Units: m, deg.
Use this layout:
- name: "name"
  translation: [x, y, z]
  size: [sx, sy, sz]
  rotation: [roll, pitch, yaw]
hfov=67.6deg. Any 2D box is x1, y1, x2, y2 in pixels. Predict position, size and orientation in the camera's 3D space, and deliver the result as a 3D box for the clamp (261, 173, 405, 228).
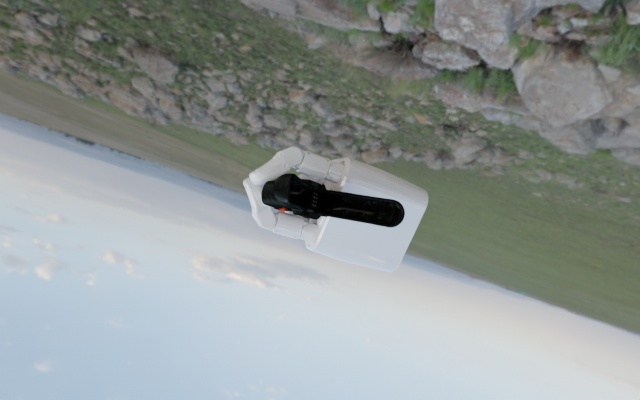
- name: "clamp"
  translation: [0.000, 0.002, 0.462]
  size: [0.120, 0.039, 0.171]
  rotation: [19, -3, -15]
